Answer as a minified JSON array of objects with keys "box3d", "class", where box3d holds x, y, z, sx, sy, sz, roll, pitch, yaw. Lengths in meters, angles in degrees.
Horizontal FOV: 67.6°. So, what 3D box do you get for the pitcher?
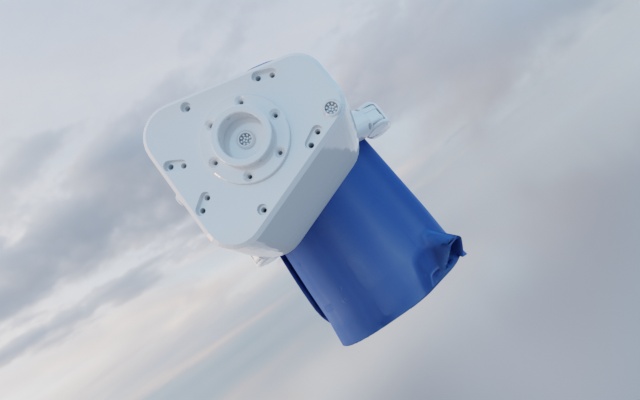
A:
[{"box3d":[0.000,0.001,0.440,0.149,0.243,0.145,-37,-9,3],"class":"pitcher"}]
